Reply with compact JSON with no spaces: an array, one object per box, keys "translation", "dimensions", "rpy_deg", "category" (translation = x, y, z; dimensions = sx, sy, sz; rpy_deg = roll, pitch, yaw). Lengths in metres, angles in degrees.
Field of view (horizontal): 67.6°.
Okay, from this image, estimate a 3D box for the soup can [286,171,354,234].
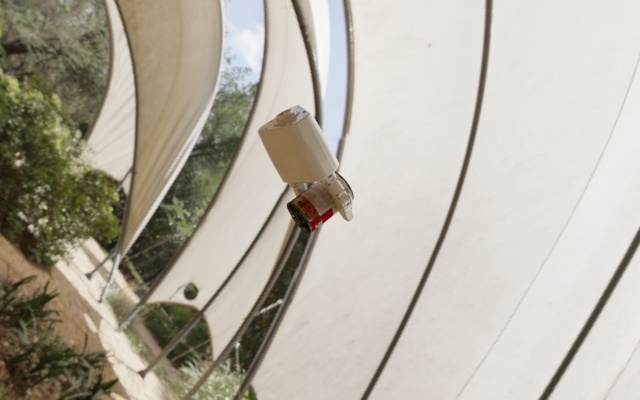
[{"translation":[0.001,0.003,0.844],"dimensions":[0.102,0.068,0.068],"rpy_deg":[-37,13,-18],"category":"soup can"}]
